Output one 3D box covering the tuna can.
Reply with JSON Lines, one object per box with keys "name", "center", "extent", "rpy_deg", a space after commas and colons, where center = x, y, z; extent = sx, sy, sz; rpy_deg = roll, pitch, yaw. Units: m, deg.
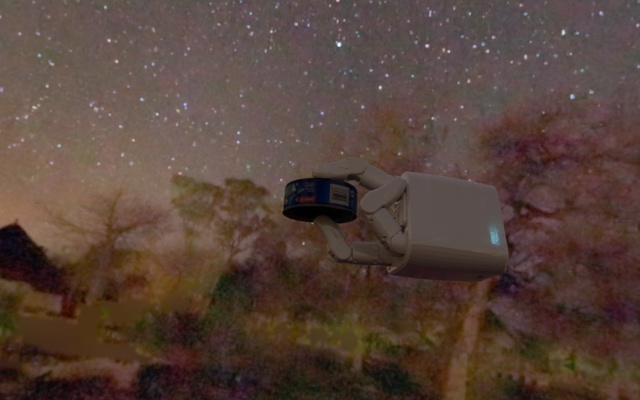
{"name": "tuna can", "center": [0.000, 0.001, 0.551], "extent": [0.086, 0.033, 0.086], "rpy_deg": [3, -15, 1]}
